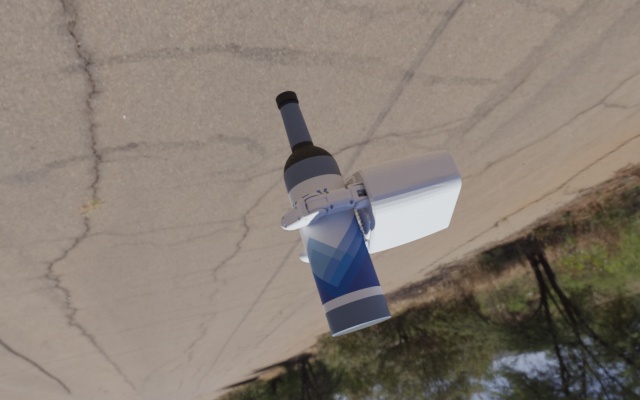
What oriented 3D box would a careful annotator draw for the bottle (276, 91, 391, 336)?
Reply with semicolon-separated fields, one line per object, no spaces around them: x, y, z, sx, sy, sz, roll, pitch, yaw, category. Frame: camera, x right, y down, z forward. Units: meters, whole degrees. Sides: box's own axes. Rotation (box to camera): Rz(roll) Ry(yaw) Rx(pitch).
0.000;0.002;0.553;0.069;0.295;0.069;-16;-19;-6;bottle
